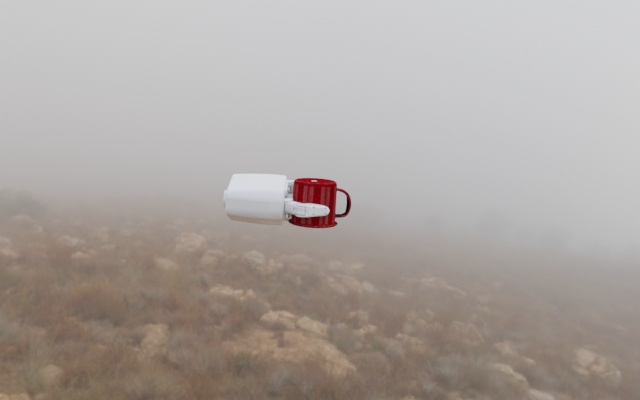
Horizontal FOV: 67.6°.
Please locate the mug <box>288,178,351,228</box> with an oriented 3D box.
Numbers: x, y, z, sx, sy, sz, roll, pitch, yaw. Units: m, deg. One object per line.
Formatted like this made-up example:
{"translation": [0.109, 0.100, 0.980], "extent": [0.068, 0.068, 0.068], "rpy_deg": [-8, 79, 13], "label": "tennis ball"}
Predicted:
{"translation": [0.002, 0.003, 0.895], "extent": [0.117, 0.081, 0.093], "rpy_deg": [3, 9, -5], "label": "mug"}
